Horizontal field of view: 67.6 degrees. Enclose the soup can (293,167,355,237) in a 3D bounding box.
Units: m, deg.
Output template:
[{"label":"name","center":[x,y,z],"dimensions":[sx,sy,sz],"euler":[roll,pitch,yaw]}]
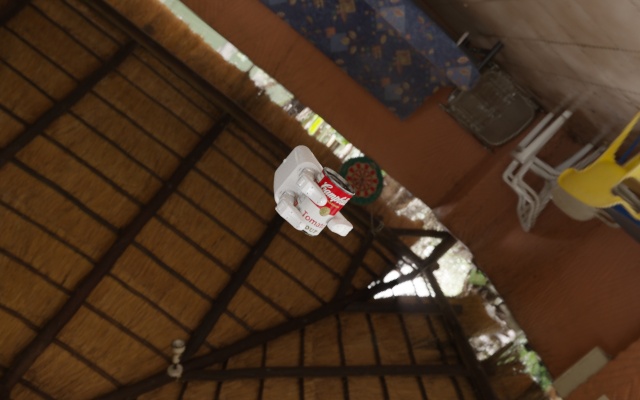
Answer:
[{"label":"soup can","center":[0.000,0.003,0.814],"dimensions":[0.068,0.102,0.068],"euler":[38,15,-12]}]
